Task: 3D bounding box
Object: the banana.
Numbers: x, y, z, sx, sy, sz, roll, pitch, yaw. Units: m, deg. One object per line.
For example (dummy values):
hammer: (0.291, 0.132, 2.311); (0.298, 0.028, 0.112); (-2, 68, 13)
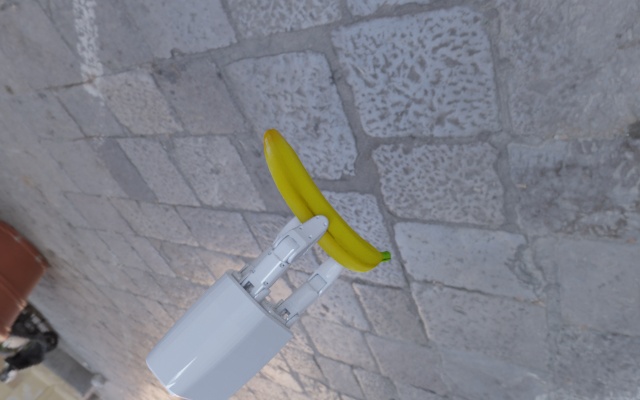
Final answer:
banana: (0.000, 0.010, 0.499); (0.037, 0.198, 0.069); (-38, 10, 19)
